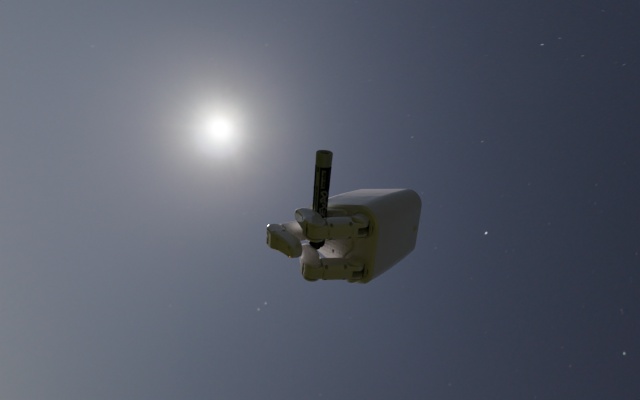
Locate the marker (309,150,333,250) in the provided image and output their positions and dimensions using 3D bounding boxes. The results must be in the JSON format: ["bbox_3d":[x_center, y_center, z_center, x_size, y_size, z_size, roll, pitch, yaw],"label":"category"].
[{"bbox_3d":[0.000,0.002,0.552,0.020,0.121,0.020,4,23,-2],"label":"marker"}]
